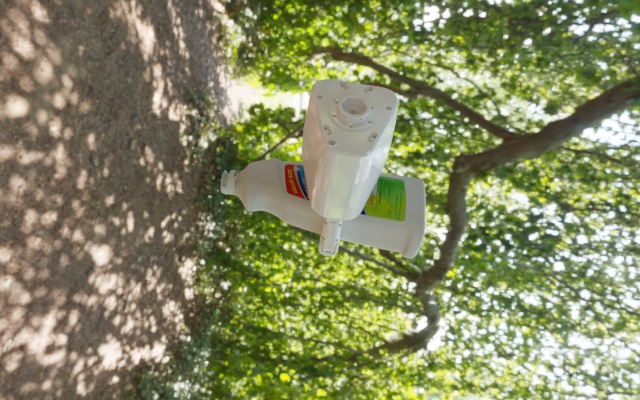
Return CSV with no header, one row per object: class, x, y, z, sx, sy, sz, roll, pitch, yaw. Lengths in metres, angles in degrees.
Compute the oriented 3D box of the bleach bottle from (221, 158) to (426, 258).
bleach bottle,0.000,0.002,0.597,0.251,0.102,0.068,9,-37,0
